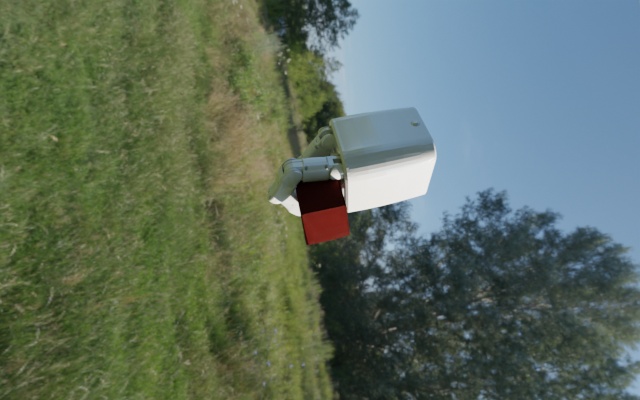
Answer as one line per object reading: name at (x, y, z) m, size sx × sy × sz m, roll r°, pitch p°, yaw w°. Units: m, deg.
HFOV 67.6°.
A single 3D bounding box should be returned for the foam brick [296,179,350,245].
foam brick at (0.000, 0.002, 0.549) m, size 0.051 × 0.078 × 0.053 m, roll -11°, pitch -44°, yaw -3°
